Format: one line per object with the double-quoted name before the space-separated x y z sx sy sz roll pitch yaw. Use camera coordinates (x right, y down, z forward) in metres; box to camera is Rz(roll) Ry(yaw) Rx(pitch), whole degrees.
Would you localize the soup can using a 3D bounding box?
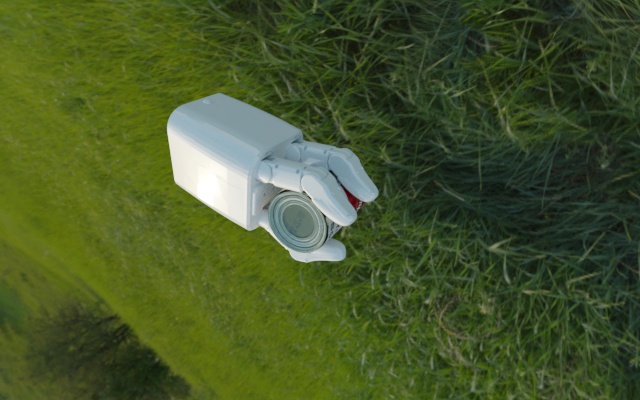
"soup can" 0.000 0.002 0.492 0.068 0.068 0.102 0 23 30
